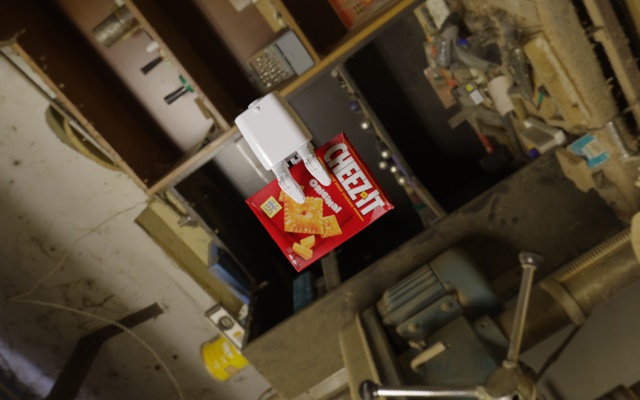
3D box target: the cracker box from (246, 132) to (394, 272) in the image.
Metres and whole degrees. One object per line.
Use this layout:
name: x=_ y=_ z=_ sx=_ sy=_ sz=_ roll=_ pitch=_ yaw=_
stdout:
cracker box: x=0.000 y=0.003 z=0.865 sx=0.214 sy=0.164 sz=0.072 roll=-35 pitch=3 yaw=8
